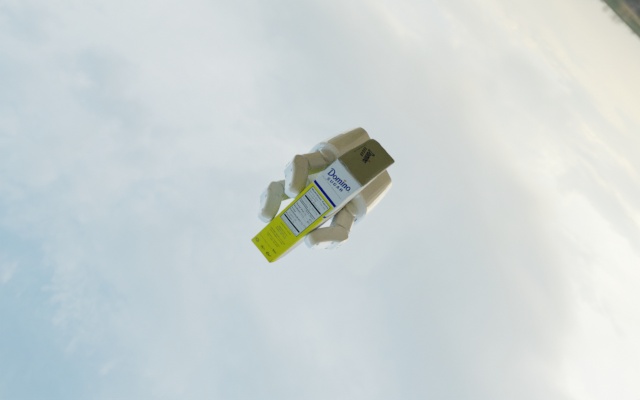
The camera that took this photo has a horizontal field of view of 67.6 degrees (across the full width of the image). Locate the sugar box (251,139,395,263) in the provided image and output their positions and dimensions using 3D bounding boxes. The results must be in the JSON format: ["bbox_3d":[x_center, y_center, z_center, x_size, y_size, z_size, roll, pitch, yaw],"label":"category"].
[{"bbox_3d":[0.000,0.001,0.566,0.176,0.048,0.093,-45,-6,36],"label":"sugar box"}]
